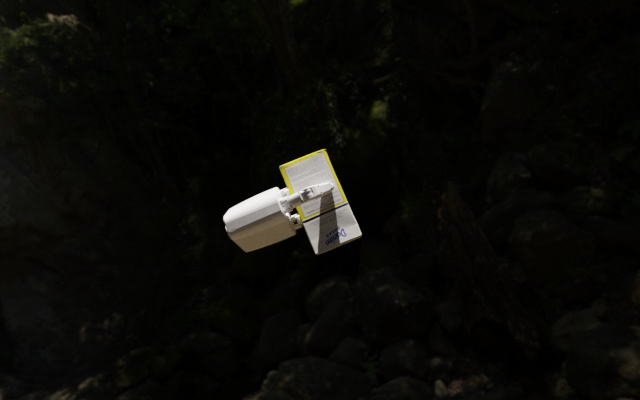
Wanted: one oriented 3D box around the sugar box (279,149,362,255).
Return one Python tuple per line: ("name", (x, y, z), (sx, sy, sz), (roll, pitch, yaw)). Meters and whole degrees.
("sugar box", (0.000, 0.003, 0.881), (0.093, 0.176, 0.048), (-22, -6, -1))
